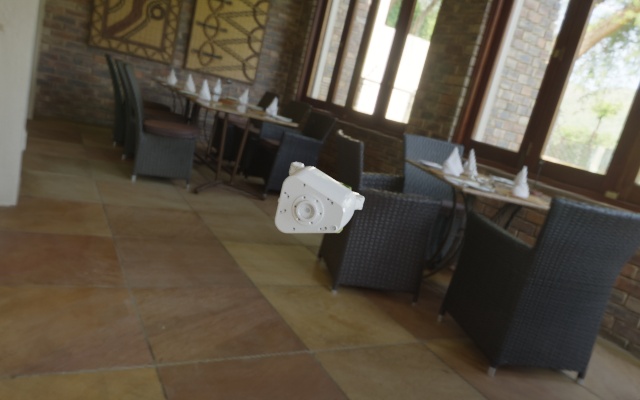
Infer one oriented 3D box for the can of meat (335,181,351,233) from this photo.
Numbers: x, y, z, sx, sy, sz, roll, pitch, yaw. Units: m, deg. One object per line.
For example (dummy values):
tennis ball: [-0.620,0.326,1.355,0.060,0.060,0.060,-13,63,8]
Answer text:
can of meat: [0.000,0.003,0.880,0.102,0.084,0.057,17,13,12]
